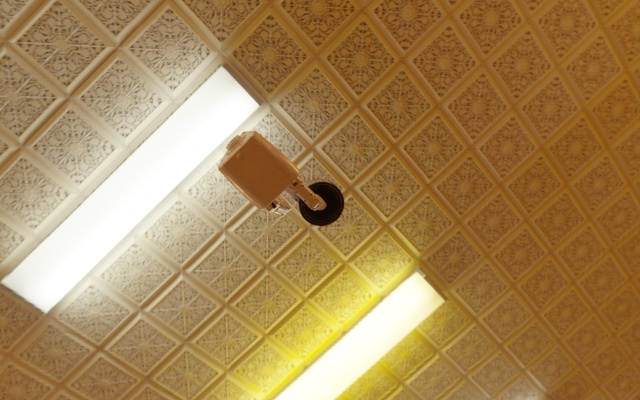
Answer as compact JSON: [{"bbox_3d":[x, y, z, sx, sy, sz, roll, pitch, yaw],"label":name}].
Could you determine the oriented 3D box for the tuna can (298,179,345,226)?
[{"bbox_3d":[0.000,0.003,0.898,0.086,0.086,0.033,0,16,-8],"label":"tuna can"}]
